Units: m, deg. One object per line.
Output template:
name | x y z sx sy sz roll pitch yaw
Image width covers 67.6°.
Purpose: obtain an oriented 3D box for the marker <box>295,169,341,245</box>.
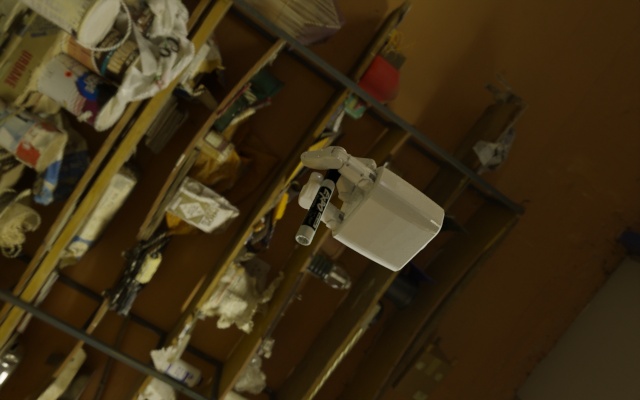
marker | 0.000 0.002 0.579 0.020 0.121 0.020 15 -39 13
